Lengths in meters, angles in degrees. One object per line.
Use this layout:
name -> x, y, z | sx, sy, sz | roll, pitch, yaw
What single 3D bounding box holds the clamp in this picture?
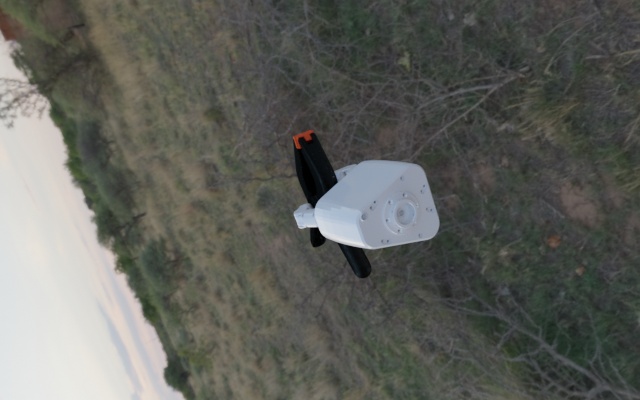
clamp -> -0.001, 0.002, 0.697 | 0.036, 0.210, 0.164 | -24, 14, -21
